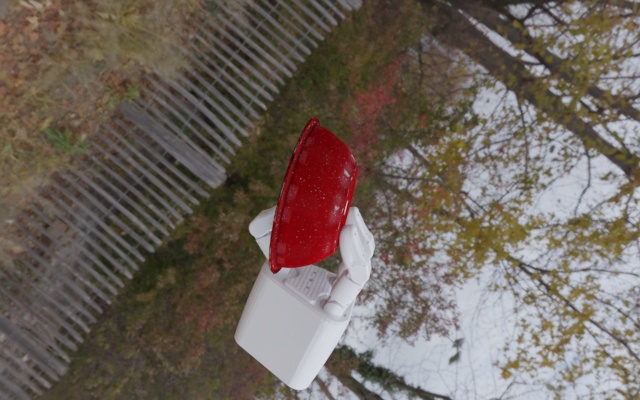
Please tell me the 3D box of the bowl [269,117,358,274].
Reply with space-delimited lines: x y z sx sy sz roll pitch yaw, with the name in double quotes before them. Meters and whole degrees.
"bowl" 0.001 0.001 0.476 0.055 0.162 0.162 15 2 7
